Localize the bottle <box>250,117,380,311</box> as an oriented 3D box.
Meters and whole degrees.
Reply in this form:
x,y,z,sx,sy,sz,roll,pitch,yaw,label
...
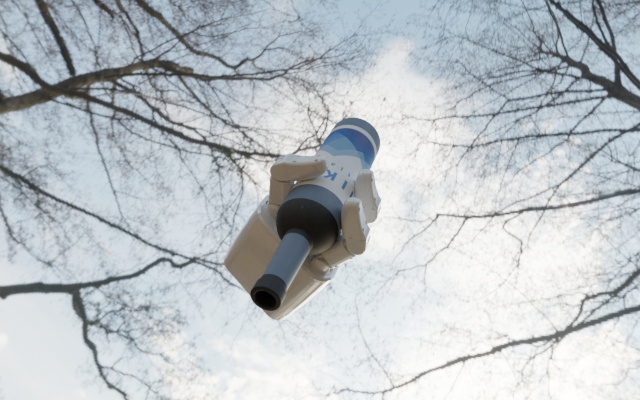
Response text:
x,y,z,sx,sy,sz,roll,pitch,yaw,label
0.000,0.001,0.504,0.069,0.069,0.295,0,33,21,bottle
